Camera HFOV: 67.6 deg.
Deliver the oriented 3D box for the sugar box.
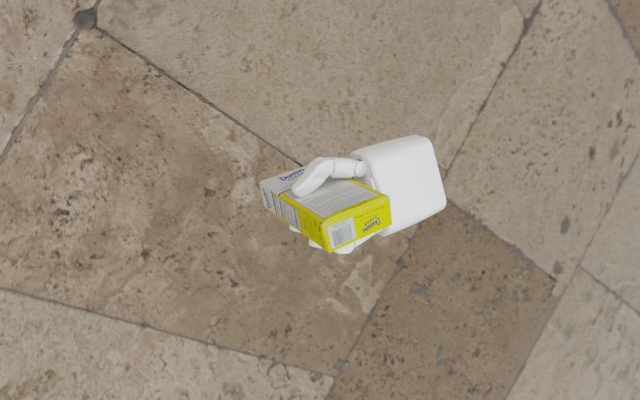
[{"bbox_3d":[0.000,0.002,0.610,0.093,0.048,0.176,-21,24,-24],"label":"sugar box"}]
